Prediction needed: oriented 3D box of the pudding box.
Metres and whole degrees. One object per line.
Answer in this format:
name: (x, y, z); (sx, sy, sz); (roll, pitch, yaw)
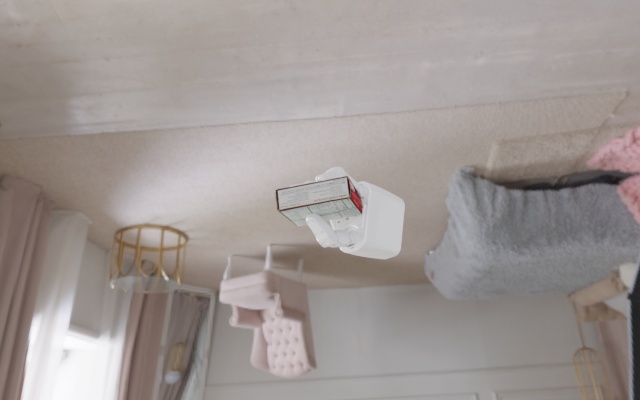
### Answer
pudding box: (0.000, 0.003, 0.719); (0.113, 0.039, 0.090); (-12, -21, 12)
